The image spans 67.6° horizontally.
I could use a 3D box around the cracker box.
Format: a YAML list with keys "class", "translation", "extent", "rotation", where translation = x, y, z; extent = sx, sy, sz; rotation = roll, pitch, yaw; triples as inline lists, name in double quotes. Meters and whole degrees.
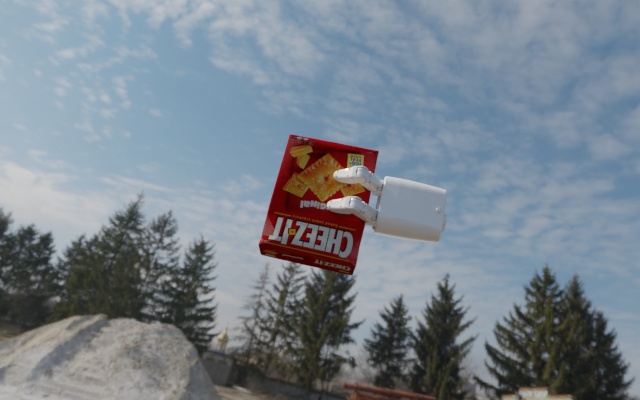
- class: "cracker box"
  translation: [0.000, 0.003, 0.822]
  extent: [0.164, 0.213, 0.072]
  rotation: [12, -22, 4]
